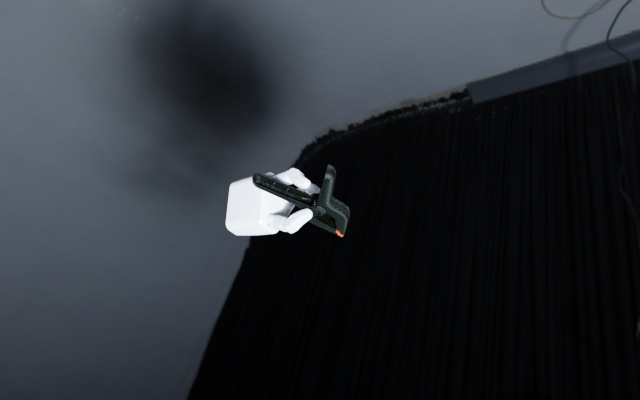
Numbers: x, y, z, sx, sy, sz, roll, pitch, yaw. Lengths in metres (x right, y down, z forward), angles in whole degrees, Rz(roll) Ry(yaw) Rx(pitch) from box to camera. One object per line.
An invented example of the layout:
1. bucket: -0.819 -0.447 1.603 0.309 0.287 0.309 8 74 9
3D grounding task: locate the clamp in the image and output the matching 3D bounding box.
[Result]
1. clamp: 0.000 0.004 0.857 0.164 0.036 0.210 -8 -36 38
